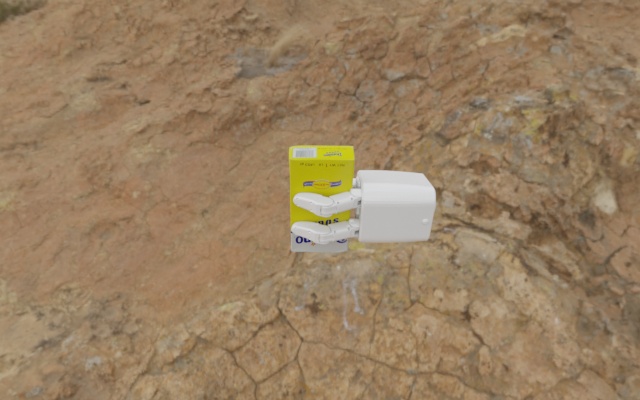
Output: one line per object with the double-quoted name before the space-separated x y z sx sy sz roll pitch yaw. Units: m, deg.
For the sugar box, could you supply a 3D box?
"sugar box" 0.000 0.003 0.721 0.093 0.176 0.048 1 35 0
